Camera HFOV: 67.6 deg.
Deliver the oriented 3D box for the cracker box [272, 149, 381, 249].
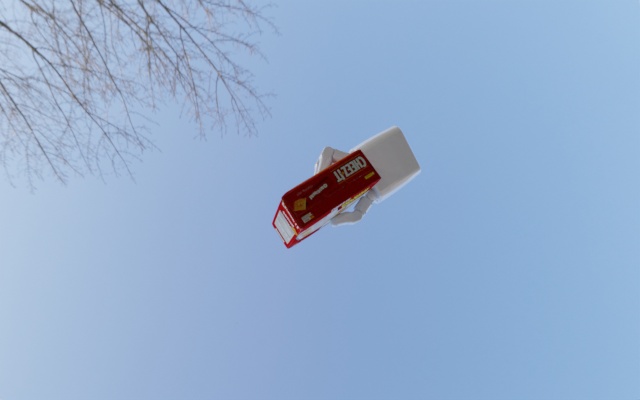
[{"bbox_3d":[0.000,0.003,0.871,0.164,0.072,0.214,-33,-7,-16],"label":"cracker box"}]
